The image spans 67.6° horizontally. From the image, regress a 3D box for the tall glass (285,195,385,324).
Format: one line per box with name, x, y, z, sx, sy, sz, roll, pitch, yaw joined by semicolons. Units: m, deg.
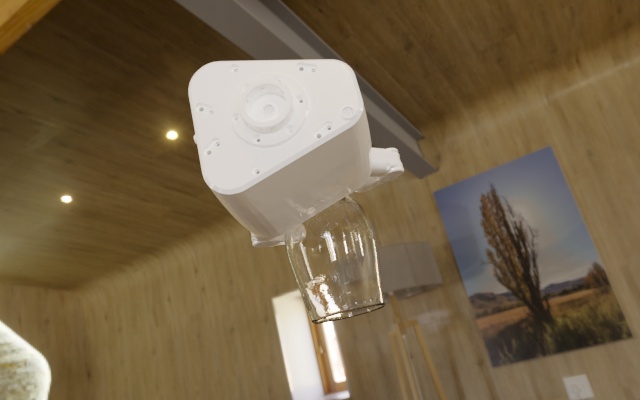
tall glass;0.000;0.001;0.420;0.079;0.201;0.079;-13;-18;-4
